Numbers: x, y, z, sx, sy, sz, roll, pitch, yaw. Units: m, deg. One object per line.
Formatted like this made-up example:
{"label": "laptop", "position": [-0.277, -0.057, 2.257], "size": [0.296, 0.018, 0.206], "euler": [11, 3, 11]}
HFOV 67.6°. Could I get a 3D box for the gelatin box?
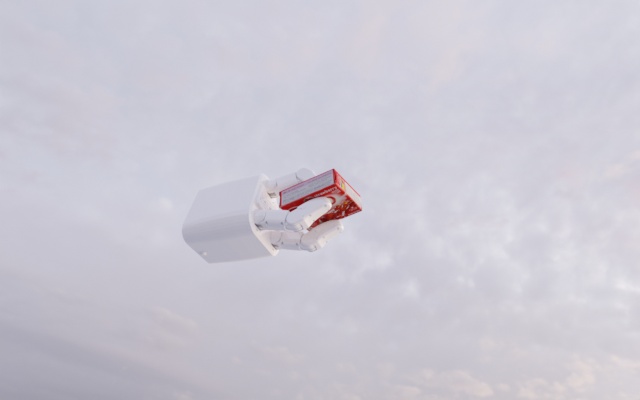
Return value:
{"label": "gelatin box", "position": [0.000, 0.002, 0.639], "size": [0.089, 0.030, 0.073], "euler": [-23, -41, 23]}
